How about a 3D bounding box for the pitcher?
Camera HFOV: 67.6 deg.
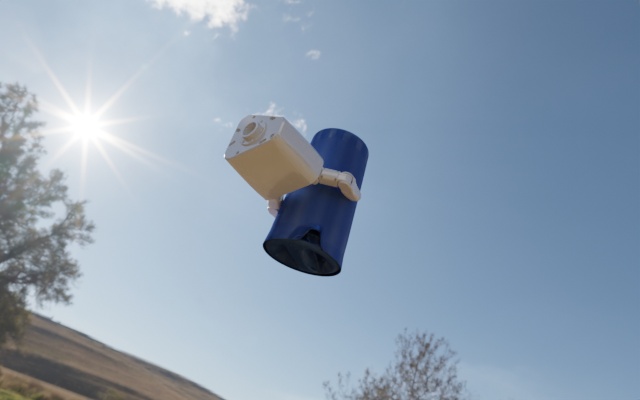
[{"bbox_3d":[0.000,0.003,0.830,0.149,0.242,0.145,-3,-35,37],"label":"pitcher"}]
